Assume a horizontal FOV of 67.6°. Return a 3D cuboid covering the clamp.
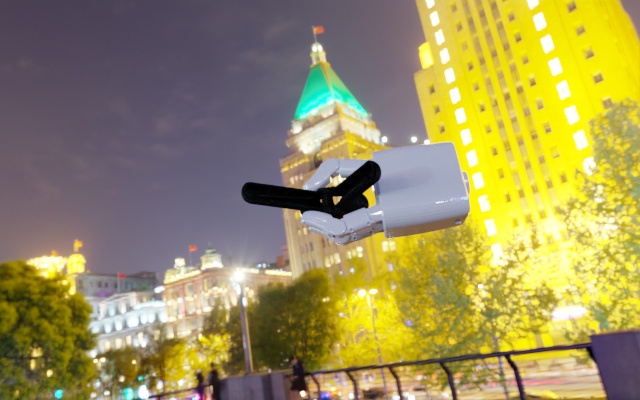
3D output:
[{"bbox_3d":[0.000,0.001,0.624,0.164,0.036,0.210,-6,-16,7],"label":"clamp"}]
